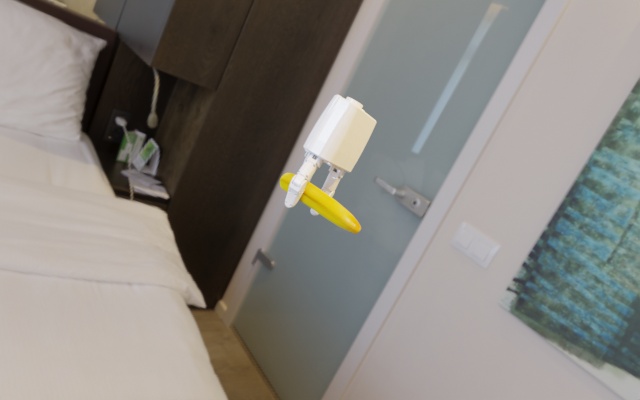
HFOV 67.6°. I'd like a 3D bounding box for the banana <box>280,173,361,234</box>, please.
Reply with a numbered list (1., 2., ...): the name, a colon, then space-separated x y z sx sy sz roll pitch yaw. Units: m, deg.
1. banana: -0.011 -0.005 0.842 0.197 0.037 0.070 33 0 35
